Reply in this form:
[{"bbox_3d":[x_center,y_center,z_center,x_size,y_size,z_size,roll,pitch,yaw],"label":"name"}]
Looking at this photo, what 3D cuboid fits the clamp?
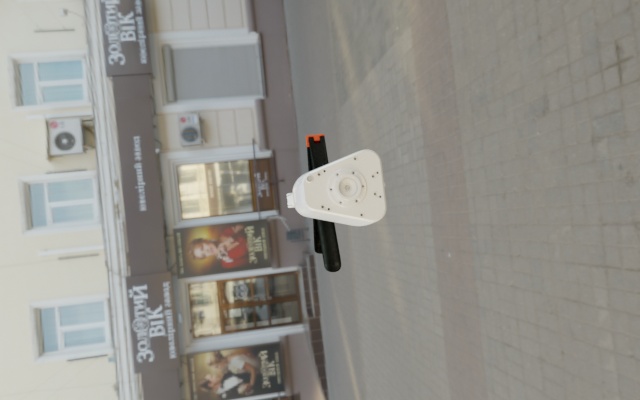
[{"bbox_3d":[-0.001,0.002,0.761,0.036,0.210,0.164,-6,-2,-7],"label":"clamp"}]
